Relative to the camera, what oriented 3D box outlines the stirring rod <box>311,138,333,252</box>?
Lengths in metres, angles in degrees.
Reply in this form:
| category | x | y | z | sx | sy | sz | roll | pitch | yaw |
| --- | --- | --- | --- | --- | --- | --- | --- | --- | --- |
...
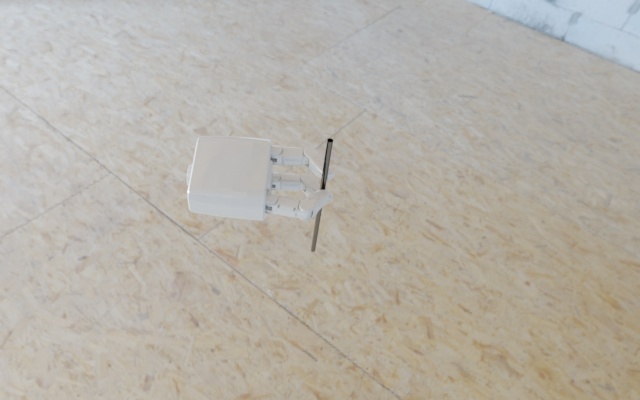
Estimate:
| category | x | y | z | sx | sy | sz | roll | pitch | yaw |
| --- | --- | --- | --- | --- | --- | --- | --- | --- | --- |
| stirring rod | 0.000 | 0.002 | 0.706 | 0.011 | 0.011 | 0.240 | 0 | -42 | -8 |
